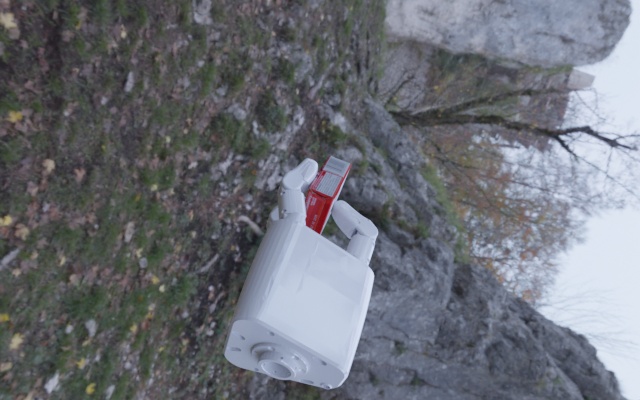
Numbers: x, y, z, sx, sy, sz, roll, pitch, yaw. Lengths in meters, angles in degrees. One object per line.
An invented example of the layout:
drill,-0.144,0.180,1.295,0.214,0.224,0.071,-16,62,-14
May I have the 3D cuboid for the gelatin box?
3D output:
gelatin box,0.001,0.002,0.526,0.030,0.073,0.089,24,33,3
